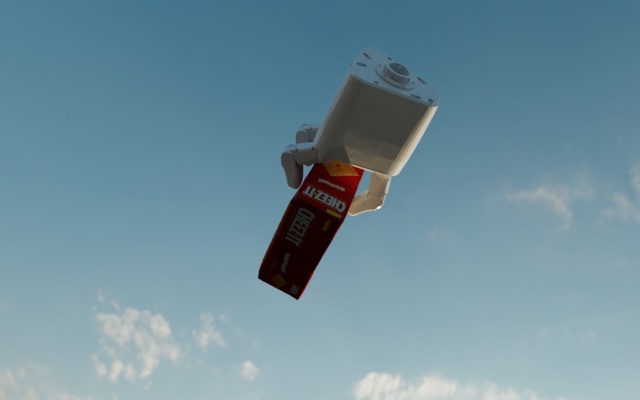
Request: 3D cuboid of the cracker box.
[{"bbox_3d":[0.000,0.002,0.657,0.072,0.164,0.213,27,41,1],"label":"cracker box"}]
